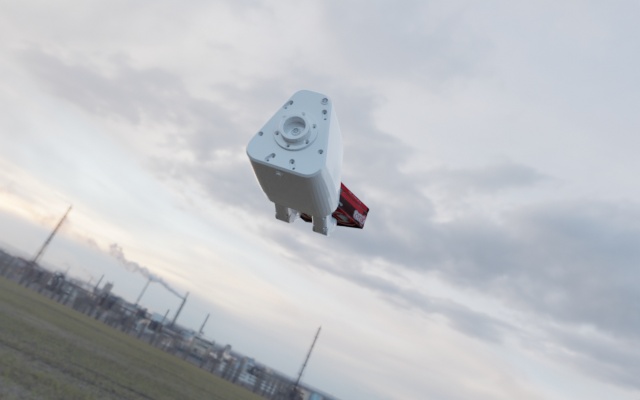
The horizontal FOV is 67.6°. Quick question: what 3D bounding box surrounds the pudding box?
[{"bbox_3d":[0.000,0.002,0.682,0.113,0.039,0.090,7,-25,42],"label":"pudding box"}]
